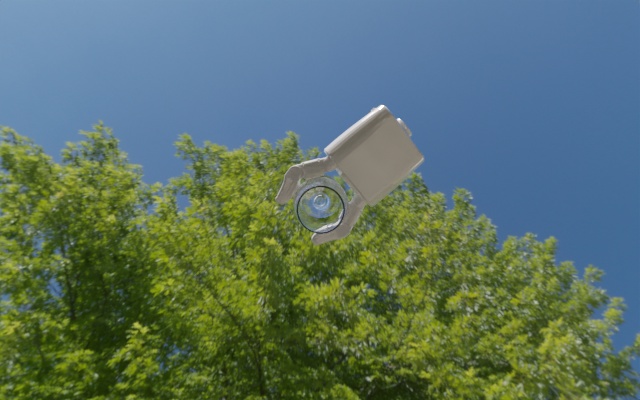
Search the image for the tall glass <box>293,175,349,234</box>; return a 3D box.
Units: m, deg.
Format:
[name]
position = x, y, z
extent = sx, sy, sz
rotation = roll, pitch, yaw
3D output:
[tall glass]
position = 0.000, 0.002, 0.705
extent = 0.079, 0.079, 0.201
rotation = 0, 6, 0
